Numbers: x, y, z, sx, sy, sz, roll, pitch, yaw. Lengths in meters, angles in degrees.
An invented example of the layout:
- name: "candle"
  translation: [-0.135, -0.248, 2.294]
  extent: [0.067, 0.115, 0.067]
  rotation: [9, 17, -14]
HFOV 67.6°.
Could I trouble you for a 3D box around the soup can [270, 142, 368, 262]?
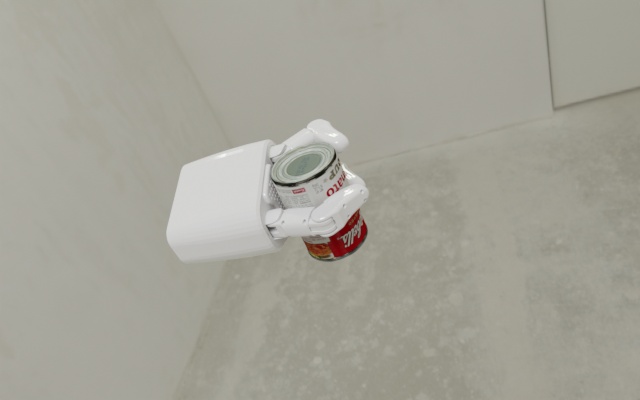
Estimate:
- name: "soup can"
  translation: [0.000, 0.001, 0.474]
  extent: [0.068, 0.102, 0.068]
  rotation: [-16, 35, 12]
